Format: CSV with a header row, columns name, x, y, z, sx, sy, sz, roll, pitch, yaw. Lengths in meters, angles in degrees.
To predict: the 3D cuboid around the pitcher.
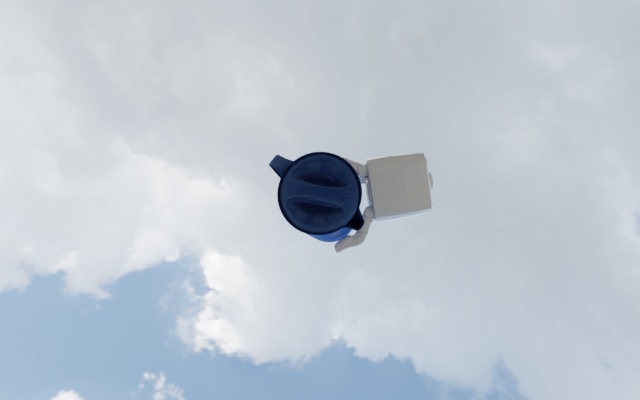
name,x,y,z,sx,sy,sz,roll,pitch,yaw
pitcher,0.000,0.003,0.854,0.145,0.149,0.243,-9,-12,3
